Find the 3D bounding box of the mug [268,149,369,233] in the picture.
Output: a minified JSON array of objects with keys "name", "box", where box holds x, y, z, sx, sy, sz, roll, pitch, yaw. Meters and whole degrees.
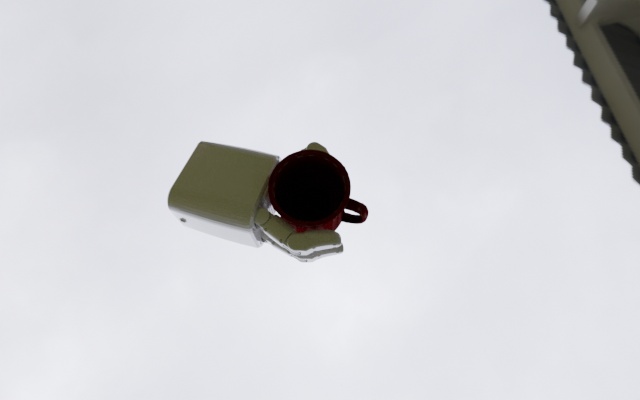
[{"name":"mug","box":[0.002,0.002,0.567,0.117,0.093,0.081,15,-20,7]}]
